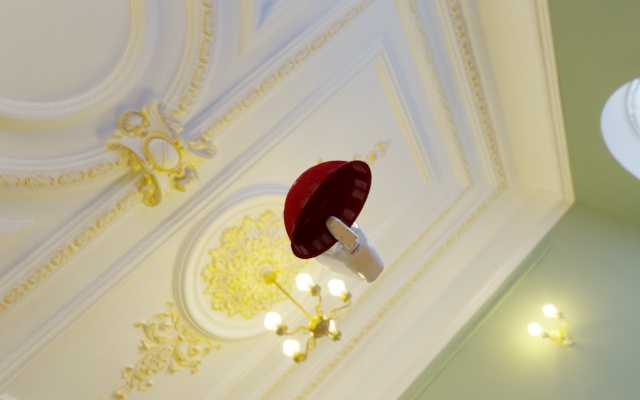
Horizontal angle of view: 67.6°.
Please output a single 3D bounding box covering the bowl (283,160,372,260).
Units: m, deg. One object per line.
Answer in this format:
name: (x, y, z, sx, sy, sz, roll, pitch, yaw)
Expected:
bowl: (0.000, 0.001, 0.670, 0.055, 0.162, 0.162, 37, 19, 27)
